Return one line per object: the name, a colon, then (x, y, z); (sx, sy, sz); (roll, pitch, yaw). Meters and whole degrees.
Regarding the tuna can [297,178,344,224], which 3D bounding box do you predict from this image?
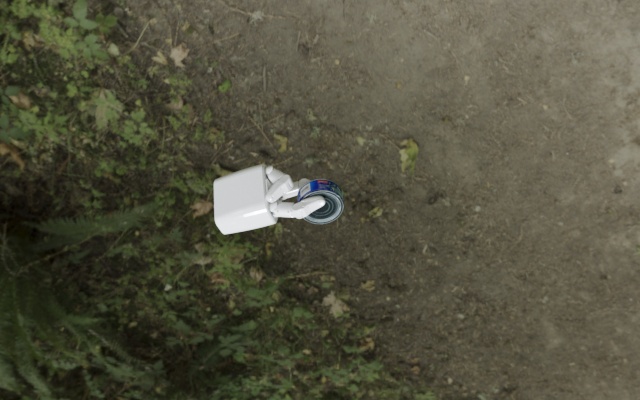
tuna can: (0.000, 0.003, 0.884); (0.086, 0.086, 0.033); (0, 41, -5)
